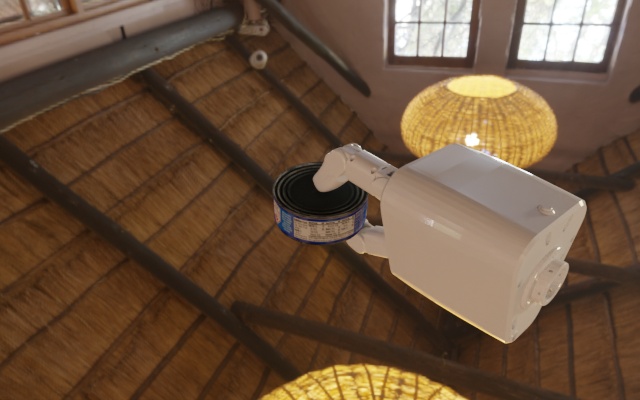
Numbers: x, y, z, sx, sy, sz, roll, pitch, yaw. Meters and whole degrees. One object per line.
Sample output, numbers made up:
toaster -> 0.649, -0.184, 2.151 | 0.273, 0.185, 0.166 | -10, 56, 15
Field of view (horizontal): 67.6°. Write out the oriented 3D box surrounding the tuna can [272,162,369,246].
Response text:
tuna can -> 0.000, 0.002, 0.431 | 0.086, 0.034, 0.086 | 1, 36, -1
